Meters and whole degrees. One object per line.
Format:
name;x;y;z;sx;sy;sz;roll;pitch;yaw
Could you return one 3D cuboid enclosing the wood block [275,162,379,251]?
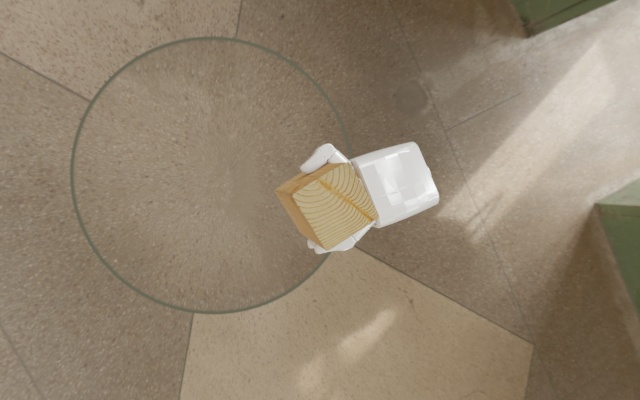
wood block;0.000;0.002;0.727;0.090;0.091;0.206;-32;9;-9
